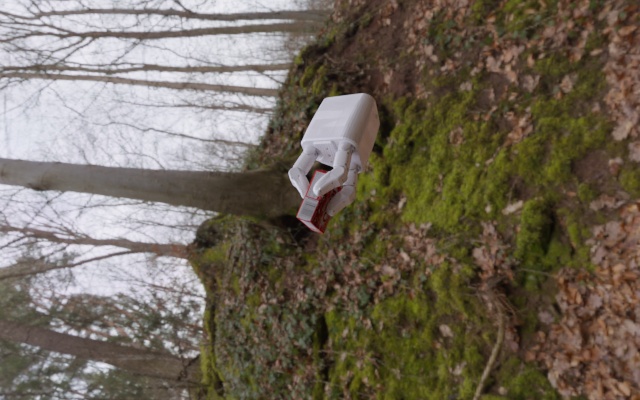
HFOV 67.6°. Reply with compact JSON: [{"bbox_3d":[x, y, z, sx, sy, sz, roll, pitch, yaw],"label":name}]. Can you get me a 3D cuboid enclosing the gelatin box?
[{"bbox_3d":[0.000,0.003,0.793,0.030,0.089,0.073,18,-13,22],"label":"gelatin box"}]
